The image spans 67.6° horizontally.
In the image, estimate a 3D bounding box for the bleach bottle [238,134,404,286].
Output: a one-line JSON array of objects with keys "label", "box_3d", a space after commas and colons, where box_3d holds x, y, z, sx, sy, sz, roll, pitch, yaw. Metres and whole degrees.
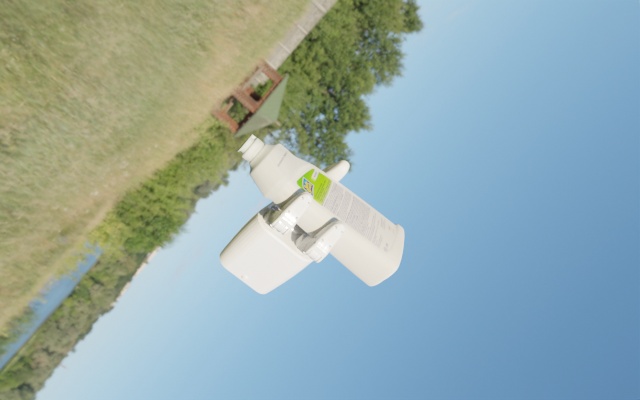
[{"label": "bleach bottle", "box_3d": [0.000, 0.002, 0.632, 0.068, 0.251, 0.102, -41, 16, 32]}]
